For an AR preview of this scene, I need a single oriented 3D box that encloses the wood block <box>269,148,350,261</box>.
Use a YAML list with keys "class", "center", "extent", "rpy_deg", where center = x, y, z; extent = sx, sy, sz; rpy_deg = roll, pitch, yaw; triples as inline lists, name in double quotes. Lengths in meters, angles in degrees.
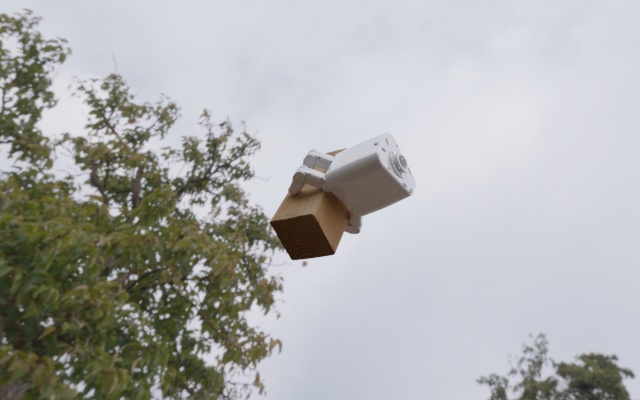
- class: "wood block"
  center: [0.001, 0.003, 0.864]
  extent: [0.090, 0.091, 0.206]
  rpy_deg: [-11, 31, 29]
